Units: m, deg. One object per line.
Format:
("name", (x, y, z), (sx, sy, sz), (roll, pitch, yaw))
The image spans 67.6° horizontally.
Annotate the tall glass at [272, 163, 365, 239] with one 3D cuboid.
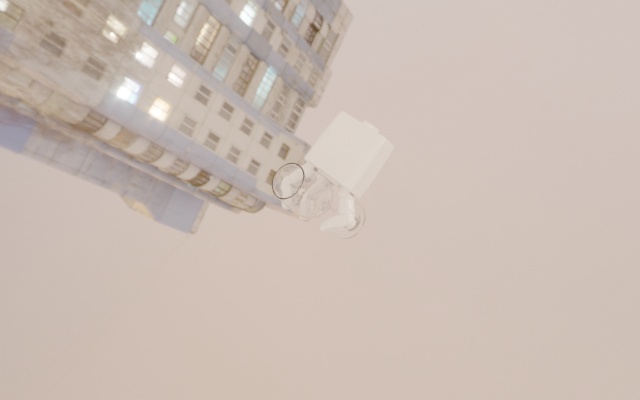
("tall glass", (0.000, 0.003, 0.821), (0.079, 0.079, 0.201), (0, -20, 33))
